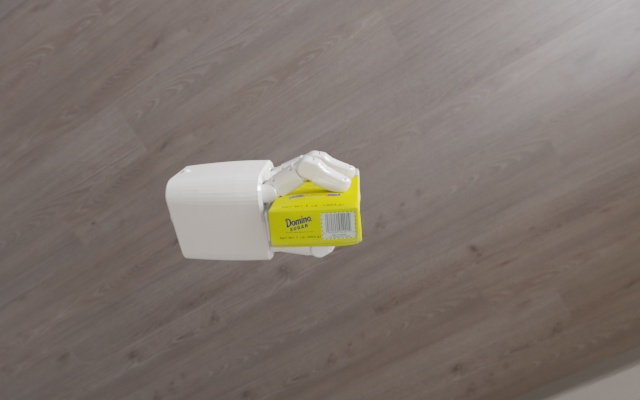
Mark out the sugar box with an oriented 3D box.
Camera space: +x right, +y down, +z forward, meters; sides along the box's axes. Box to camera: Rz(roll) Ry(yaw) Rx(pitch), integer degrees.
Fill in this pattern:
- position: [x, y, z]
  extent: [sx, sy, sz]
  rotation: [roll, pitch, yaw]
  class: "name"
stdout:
- position: [0.000, 0.001, 0.554]
  extent: [0.093, 0.048, 0.176]
  rotation: [-2, 19, 4]
  class: "sugar box"
